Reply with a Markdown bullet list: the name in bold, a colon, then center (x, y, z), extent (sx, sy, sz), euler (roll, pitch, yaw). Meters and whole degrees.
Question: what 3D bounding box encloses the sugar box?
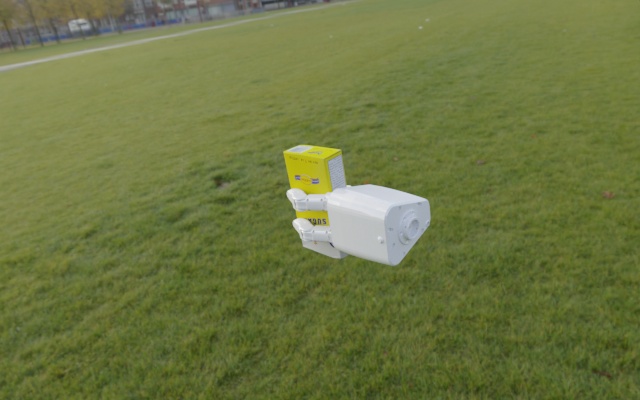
- **sugar box**: center (0.000, 0.003, 0.763), extent (0.093, 0.176, 0.048), euler (14, 32, 43)
